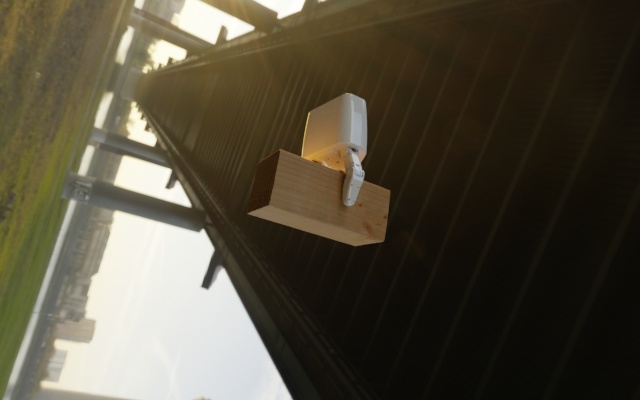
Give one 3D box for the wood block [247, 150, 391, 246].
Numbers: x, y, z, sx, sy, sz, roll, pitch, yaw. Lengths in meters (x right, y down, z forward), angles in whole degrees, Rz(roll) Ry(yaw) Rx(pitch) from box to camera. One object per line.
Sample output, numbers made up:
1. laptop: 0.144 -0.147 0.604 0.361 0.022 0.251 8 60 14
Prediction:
1. wood block: 0.000 0.002 0.768 0.206 0.090 0.091 18 -19 -25
